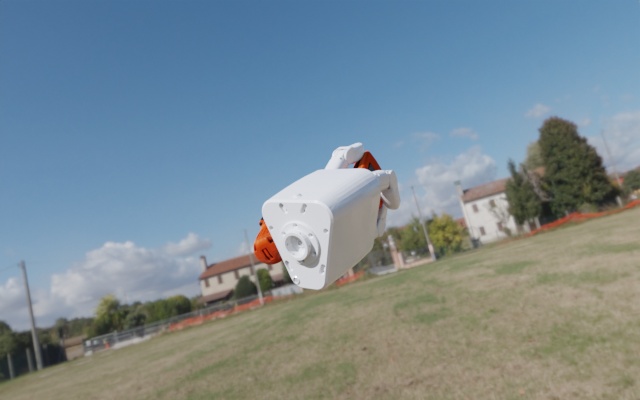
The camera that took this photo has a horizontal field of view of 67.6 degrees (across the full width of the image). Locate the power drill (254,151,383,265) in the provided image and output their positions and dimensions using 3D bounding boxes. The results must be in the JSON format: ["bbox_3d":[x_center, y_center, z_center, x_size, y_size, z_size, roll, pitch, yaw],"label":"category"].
[{"bbox_3d":[0.000,0.002,0.684,0.188,0.057,0.184,-29,20,22],"label":"power drill"}]
